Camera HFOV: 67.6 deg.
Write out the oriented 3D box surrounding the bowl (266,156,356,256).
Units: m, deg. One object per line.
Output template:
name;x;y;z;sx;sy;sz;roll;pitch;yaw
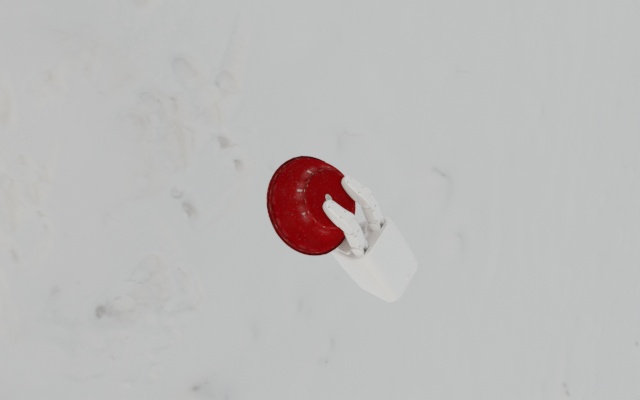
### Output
bowl;-0.001;0.002;0.735;0.162;0.162;0.055;0;-11;-34
